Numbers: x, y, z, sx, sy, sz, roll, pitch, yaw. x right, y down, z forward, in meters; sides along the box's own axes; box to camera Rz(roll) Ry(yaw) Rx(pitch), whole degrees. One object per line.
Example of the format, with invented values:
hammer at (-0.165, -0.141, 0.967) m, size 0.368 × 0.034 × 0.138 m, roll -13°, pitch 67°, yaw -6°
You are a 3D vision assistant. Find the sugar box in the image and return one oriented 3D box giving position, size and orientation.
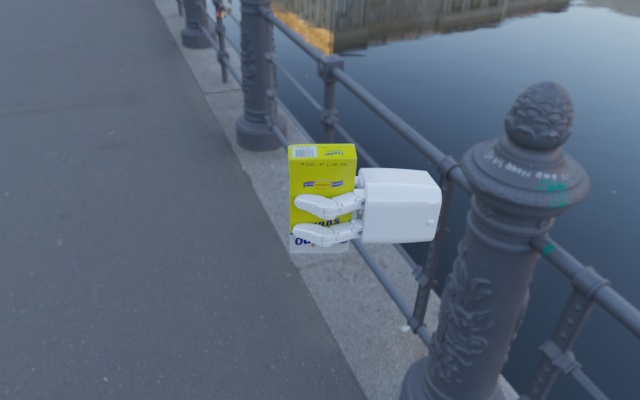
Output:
sugar box at (0.000, 0.003, 0.695) m, size 0.093 × 0.176 × 0.048 m, roll -1°, pitch 36°, yaw -2°
